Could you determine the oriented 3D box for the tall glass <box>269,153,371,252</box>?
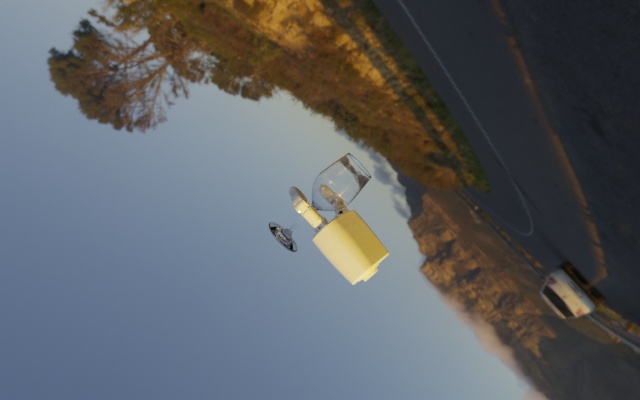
[{"bbox_3d":[0.000,0.003,0.879,0.201,0.079,0.079,-44,-11,12],"label":"tall glass"}]
